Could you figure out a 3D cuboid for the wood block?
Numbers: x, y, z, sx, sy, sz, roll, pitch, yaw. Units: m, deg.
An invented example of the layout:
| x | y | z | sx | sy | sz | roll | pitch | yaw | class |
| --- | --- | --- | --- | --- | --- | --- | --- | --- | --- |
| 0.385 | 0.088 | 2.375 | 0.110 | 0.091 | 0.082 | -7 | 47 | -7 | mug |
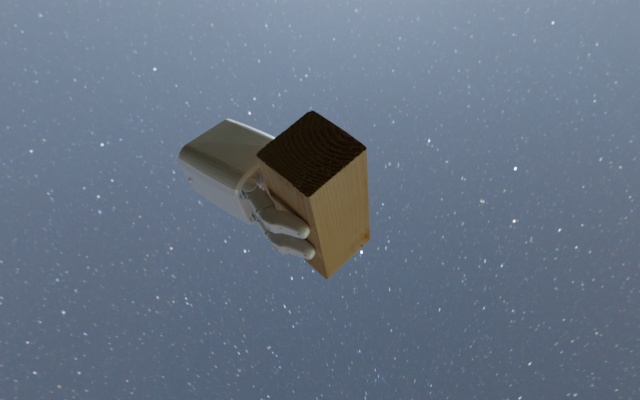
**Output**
| x | y | z | sx | sy | sz | roll | pitch | yaw | class |
| --- | --- | --- | --- | --- | --- | --- | --- | --- | --- |
| 0.000 | 0.002 | 0.602 | 0.090 | 0.091 | 0.206 | 38 | -21 | 27 | wood block |
